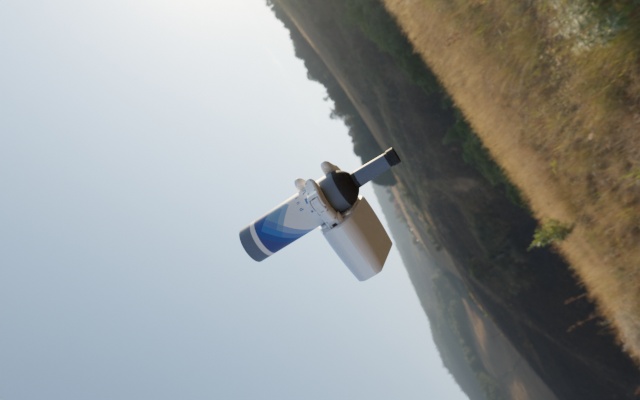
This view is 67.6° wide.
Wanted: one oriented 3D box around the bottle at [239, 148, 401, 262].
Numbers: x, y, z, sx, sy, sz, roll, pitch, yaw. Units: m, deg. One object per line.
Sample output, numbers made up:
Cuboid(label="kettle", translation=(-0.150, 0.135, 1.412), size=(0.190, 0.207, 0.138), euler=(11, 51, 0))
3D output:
Cuboid(label="bottle", translation=(0.000, 0.003, 0.794), size=(0.296, 0.069, 0.069), euler=(-32, -9, 14))
